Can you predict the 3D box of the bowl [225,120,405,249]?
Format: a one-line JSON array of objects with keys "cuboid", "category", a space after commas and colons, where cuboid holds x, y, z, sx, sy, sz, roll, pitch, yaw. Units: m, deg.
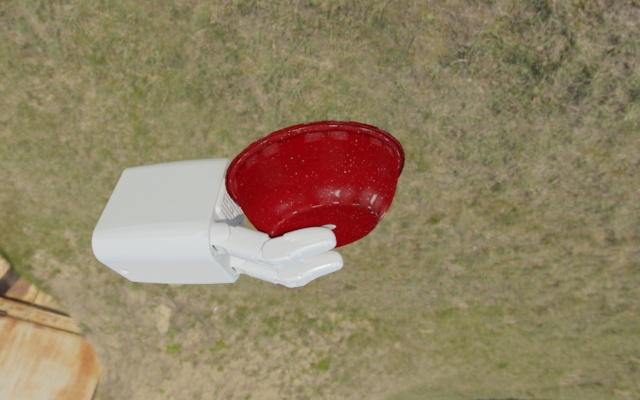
[{"cuboid": [0.001, 0.001, 0.415, 0.162, 0.055, 0.162, -8, -28, -4], "category": "bowl"}]
